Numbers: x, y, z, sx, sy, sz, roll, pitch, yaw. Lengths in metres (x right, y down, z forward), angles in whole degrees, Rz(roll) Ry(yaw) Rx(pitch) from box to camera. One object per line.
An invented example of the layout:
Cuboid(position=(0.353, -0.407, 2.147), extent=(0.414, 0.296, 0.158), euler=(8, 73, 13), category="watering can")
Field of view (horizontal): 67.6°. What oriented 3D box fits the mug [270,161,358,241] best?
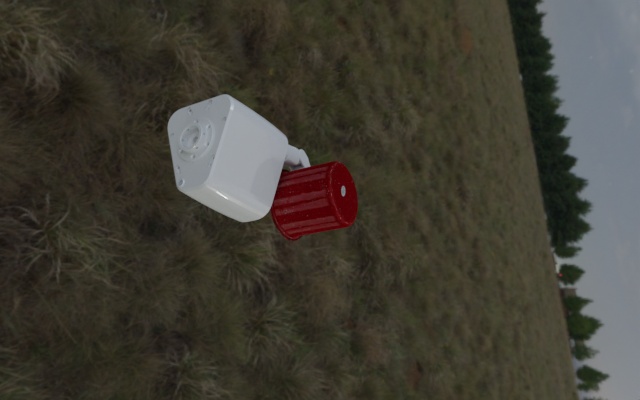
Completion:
Cuboid(position=(0.001, 0.002, 0.600), extent=(0.081, 0.093, 0.117), euler=(-12, -22, 26), category="mug")
